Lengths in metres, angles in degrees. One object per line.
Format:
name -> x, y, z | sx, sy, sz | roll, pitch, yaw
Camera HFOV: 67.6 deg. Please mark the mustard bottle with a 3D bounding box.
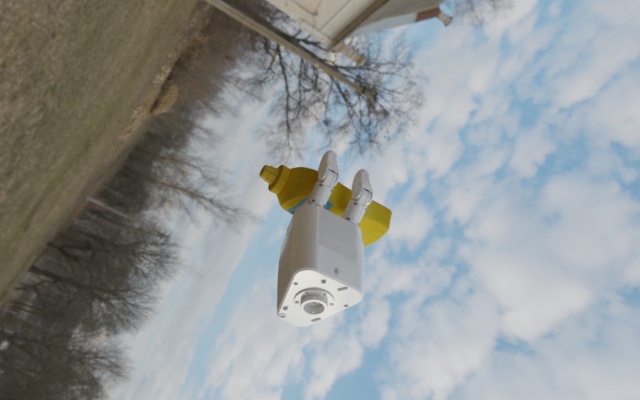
mustard bottle -> 0.000, 0.002, 0.677 | 0.192, 0.058, 0.096 | 28, -30, -21
